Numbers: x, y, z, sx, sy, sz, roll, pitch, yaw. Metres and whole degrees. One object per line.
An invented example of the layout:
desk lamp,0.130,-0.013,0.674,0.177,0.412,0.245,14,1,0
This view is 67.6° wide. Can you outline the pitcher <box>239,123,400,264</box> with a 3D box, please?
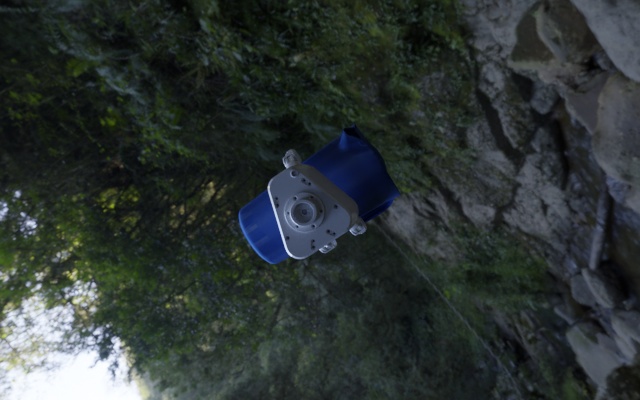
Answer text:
pitcher,0.000,0.002,0.771,0.243,0.149,0.145,-33,1,8
